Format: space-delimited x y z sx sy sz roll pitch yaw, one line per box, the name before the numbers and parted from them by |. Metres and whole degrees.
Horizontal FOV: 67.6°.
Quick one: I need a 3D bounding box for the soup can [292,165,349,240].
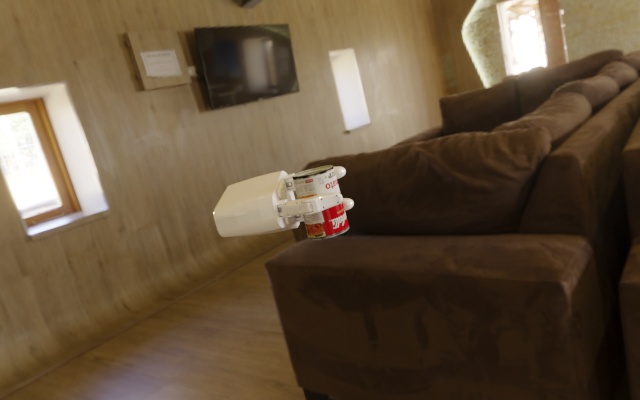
soup can | 0.000 0.002 0.747 0.068 0.102 0.068 -14 11 3
